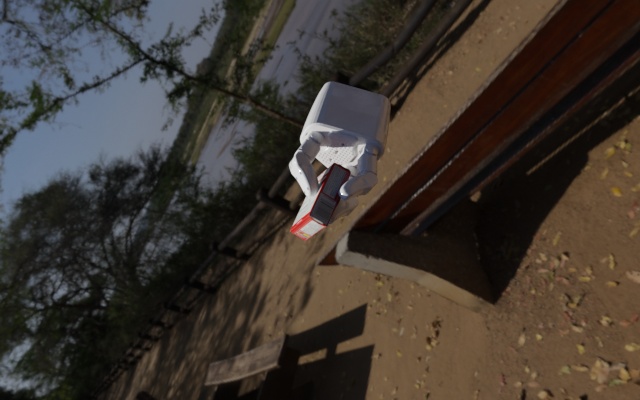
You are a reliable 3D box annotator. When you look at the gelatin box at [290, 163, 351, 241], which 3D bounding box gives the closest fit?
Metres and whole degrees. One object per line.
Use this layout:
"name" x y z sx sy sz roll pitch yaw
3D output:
"gelatin box" 0.000 0.002 0.630 0.030 0.089 0.073 31 -28 -11
